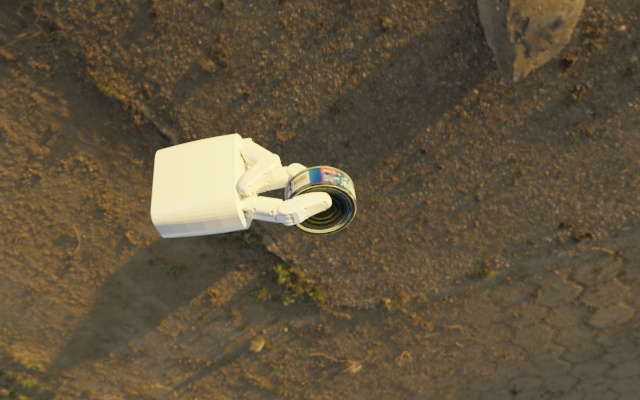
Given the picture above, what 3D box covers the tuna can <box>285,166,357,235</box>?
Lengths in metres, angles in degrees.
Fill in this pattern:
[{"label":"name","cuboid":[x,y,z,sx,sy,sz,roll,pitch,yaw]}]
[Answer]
[{"label":"tuna can","cuboid":[0.000,0.002,0.574,0.086,0.086,0.033,0,42,-6]}]
